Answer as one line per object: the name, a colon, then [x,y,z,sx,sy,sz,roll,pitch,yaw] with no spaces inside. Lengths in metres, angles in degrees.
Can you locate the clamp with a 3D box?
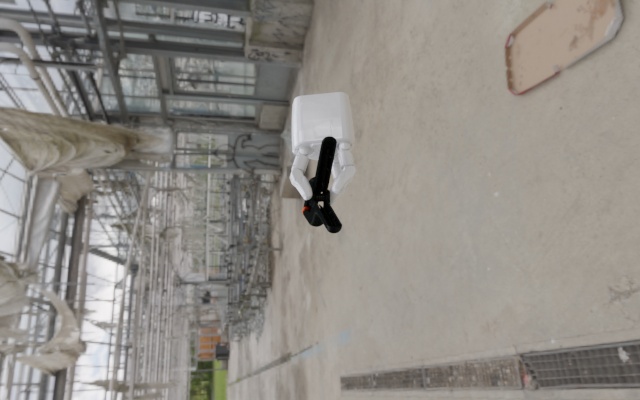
clamp: [-0.001,0.003,0.864,0.036,0.164,0.210,1,-22,-13]
